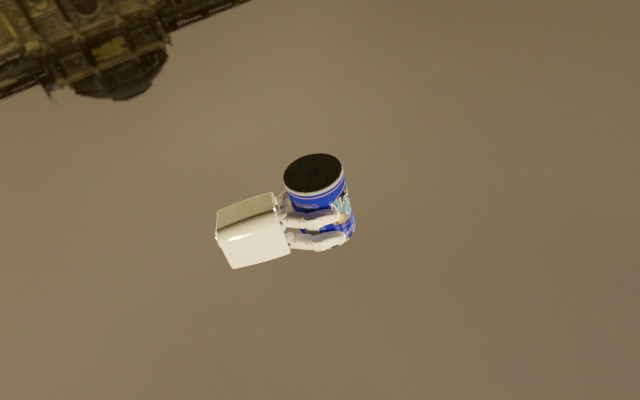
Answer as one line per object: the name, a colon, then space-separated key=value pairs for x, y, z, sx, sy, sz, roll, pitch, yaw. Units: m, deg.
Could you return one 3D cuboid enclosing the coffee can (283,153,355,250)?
coffee can: x=0.000 y=0.003 z=0.840 sx=0.103 sy=0.140 sz=0.102 roll=-8 pitch=42 yaw=8
